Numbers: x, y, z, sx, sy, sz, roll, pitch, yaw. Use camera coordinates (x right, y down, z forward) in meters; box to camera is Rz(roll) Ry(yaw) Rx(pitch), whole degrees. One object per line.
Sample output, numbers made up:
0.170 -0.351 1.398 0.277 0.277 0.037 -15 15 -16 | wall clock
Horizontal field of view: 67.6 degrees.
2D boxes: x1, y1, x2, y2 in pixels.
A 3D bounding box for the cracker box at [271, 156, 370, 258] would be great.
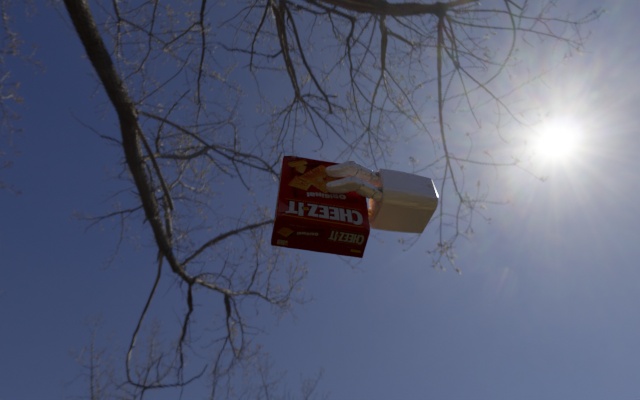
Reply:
0.000 0.003 0.893 0.164 0.072 0.213 8 34 -6 | cracker box
